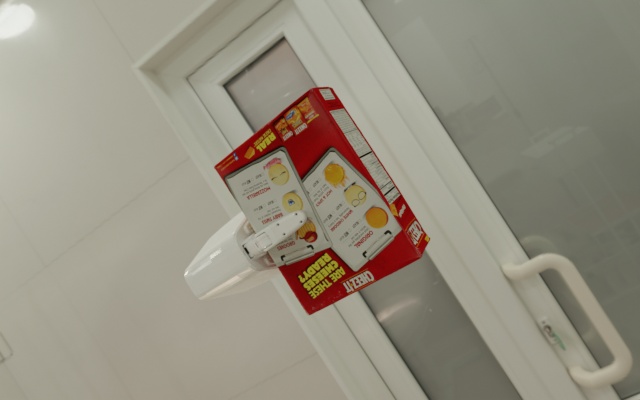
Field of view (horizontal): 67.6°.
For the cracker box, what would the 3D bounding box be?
[{"bbox_3d":[0.000,0.002,0.559,0.164,0.213,0.072,-33,0,28],"label":"cracker box"}]
